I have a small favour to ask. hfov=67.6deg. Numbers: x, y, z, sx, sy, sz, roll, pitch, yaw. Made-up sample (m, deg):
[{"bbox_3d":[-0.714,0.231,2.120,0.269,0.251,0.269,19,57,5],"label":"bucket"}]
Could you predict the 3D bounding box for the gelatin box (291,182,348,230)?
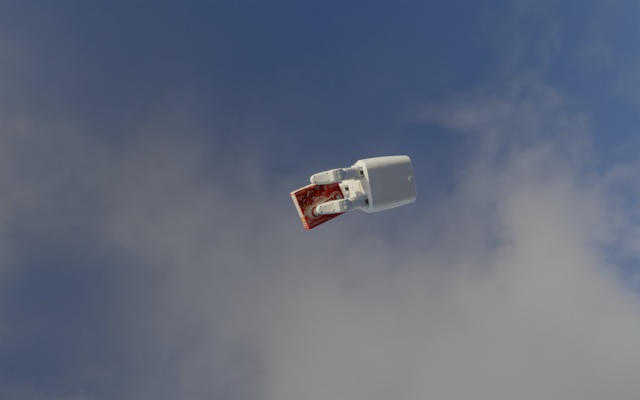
[{"bbox_3d":[0.000,0.003,0.877,0.089,0.073,0.030,-24,6,-17],"label":"gelatin box"}]
